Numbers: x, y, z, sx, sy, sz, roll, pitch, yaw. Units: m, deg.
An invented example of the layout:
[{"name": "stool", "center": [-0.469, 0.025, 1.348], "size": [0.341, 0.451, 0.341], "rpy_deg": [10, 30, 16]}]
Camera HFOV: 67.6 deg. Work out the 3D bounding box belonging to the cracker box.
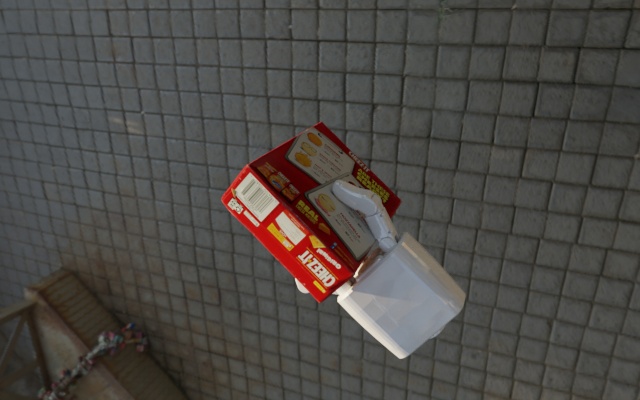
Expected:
[{"name": "cracker box", "center": [0.000, 0.002, 0.601], "size": [0.072, 0.164, 0.213], "rpy_deg": [-45, 0, 31]}]
